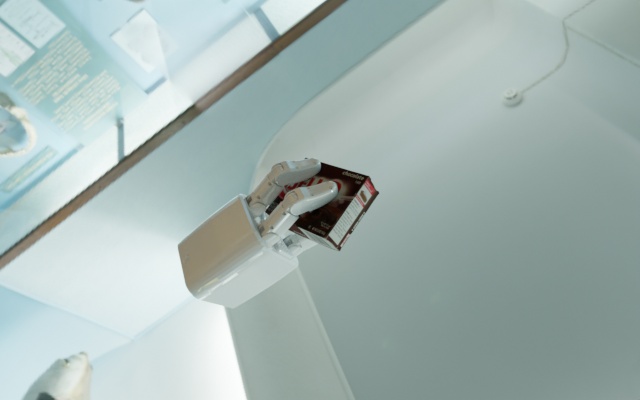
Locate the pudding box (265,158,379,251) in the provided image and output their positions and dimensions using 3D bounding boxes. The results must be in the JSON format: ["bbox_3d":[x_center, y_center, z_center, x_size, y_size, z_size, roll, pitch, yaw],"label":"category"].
[{"bbox_3d":[0.000,0.002,0.573,0.113,0.090,0.039,21,-21,41],"label":"pudding box"}]
